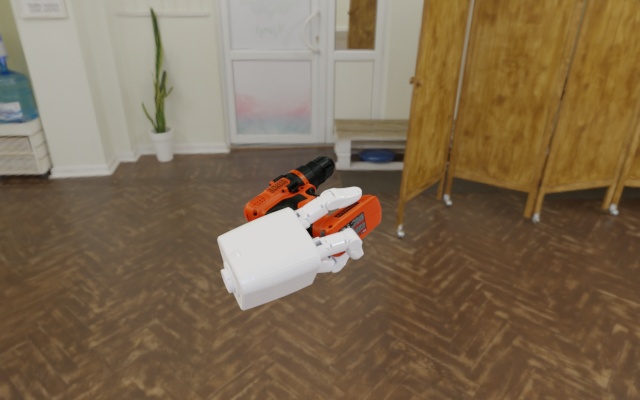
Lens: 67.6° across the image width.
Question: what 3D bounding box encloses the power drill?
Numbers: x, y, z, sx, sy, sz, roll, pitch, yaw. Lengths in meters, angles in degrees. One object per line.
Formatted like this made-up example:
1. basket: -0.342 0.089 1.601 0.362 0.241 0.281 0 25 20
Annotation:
1. power drill: 0.000 0.003 0.738 0.184 0.057 0.187 -38 40 -27
